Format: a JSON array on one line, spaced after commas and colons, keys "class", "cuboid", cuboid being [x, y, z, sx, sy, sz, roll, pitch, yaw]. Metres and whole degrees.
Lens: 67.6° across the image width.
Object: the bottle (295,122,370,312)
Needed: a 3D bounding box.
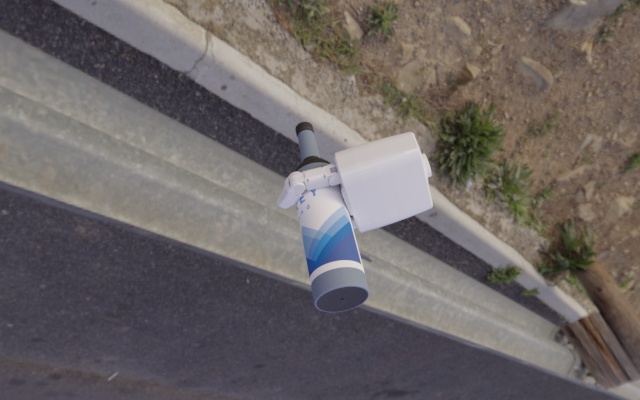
[{"class": "bottle", "cuboid": [0.000, 0.002, 0.648, 0.069, 0.295, 0.069, -8, -38, -6]}]
